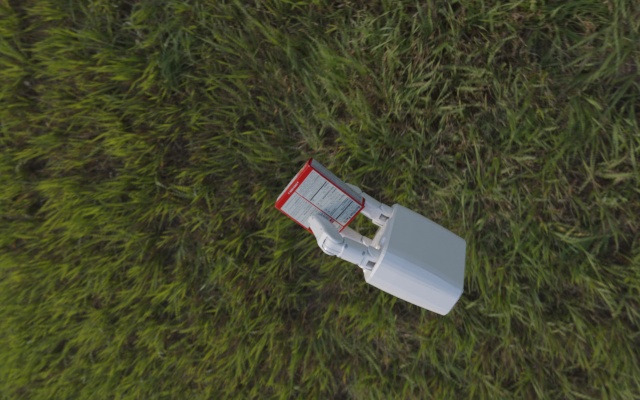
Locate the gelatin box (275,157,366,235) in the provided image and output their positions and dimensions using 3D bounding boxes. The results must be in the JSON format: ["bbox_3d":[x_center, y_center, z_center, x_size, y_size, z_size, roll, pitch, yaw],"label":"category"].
[{"bbox_3d":[0.000,0.002,0.598,0.089,0.073,0.030,36,25,-11],"label":"gelatin box"}]
